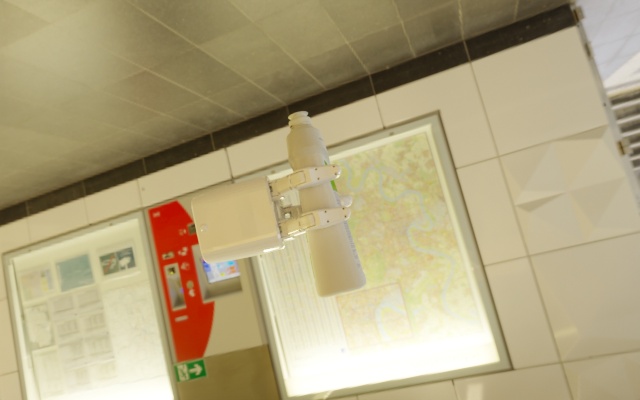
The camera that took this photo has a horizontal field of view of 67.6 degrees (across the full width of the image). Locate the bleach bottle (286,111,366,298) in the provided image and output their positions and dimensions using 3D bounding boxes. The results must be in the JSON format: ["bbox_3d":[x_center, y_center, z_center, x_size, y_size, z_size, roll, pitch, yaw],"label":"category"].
[{"bbox_3d":[0.000,0.002,0.658,0.068,0.251,0.102,-15,-8,4],"label":"bleach bottle"}]
